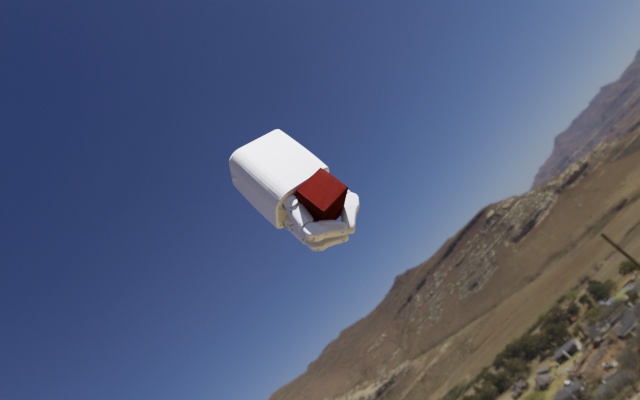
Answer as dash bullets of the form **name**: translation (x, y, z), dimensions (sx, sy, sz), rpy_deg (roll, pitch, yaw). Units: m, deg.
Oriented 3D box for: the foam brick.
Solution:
- **foam brick**: translation (0.000, 0.002, 0.672), dimensions (0.051, 0.053, 0.078), rpy_deg (39, -24, 16)
